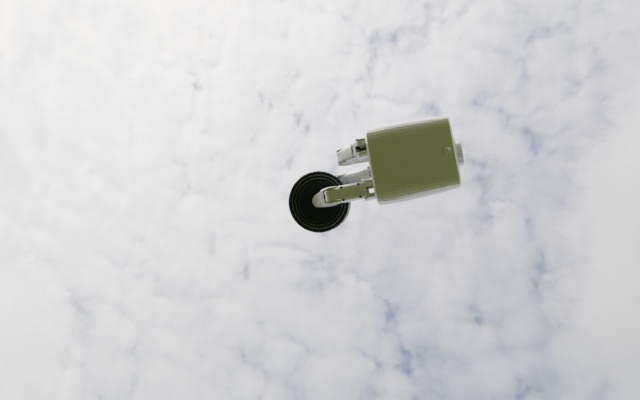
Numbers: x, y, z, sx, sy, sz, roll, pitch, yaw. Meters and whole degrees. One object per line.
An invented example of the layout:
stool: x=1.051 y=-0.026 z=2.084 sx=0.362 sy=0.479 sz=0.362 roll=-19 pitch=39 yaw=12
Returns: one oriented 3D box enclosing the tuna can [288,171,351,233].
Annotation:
tuna can: x=0.000 y=0.002 z=0.677 sx=0.086 sy=0.086 sz=0.034 roll=0 pitch=-1 yaw=10
